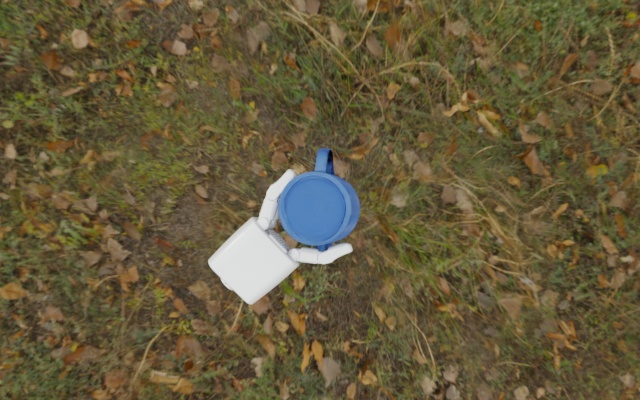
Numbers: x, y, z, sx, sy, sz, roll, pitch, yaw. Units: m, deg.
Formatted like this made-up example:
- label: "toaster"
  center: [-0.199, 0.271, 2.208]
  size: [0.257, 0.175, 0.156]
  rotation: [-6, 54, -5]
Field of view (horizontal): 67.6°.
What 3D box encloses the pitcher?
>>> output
- label: "pitcher"
  center: [0.000, 0.003, 0.799]
  size: [0.145, 0.149, 0.243]
  rotation: [-40, -3, 2]
